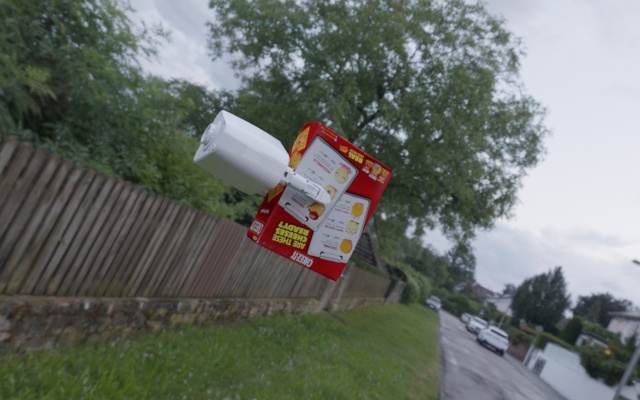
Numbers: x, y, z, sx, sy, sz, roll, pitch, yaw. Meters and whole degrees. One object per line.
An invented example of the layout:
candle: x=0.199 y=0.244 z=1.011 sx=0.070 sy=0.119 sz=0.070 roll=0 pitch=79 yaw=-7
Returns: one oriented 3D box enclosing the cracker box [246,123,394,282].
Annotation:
cracker box: x=0.000 y=0.002 z=0.798 sx=0.164 sy=0.213 sz=0.072 roll=30 pitch=-4 yaw=-25
